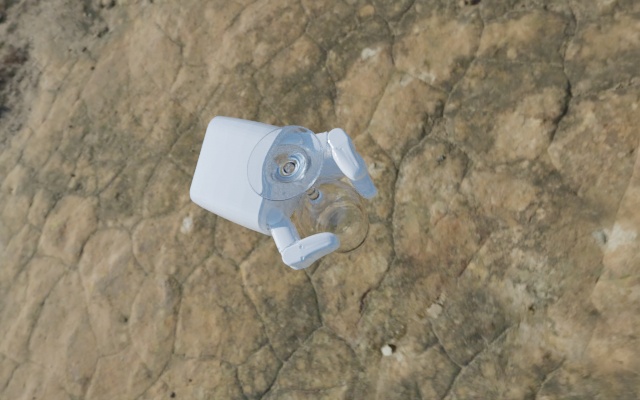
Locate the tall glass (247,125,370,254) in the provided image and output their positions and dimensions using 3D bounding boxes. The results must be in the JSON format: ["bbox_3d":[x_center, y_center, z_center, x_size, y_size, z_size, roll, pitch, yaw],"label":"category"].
[{"bbox_3d":[0.000,0.002,0.510,0.079,0.079,0.201,0,-21,21],"label":"tall glass"}]
